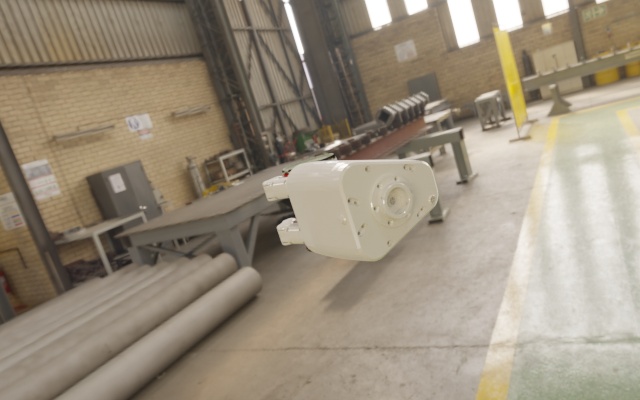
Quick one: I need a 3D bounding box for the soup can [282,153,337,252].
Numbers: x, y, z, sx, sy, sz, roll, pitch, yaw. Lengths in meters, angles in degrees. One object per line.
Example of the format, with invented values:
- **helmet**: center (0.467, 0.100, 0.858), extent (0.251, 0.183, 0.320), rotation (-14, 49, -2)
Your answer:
- **soup can**: center (0.000, 0.002, 0.571), extent (0.068, 0.102, 0.068), rotation (-17, 10, 3)
